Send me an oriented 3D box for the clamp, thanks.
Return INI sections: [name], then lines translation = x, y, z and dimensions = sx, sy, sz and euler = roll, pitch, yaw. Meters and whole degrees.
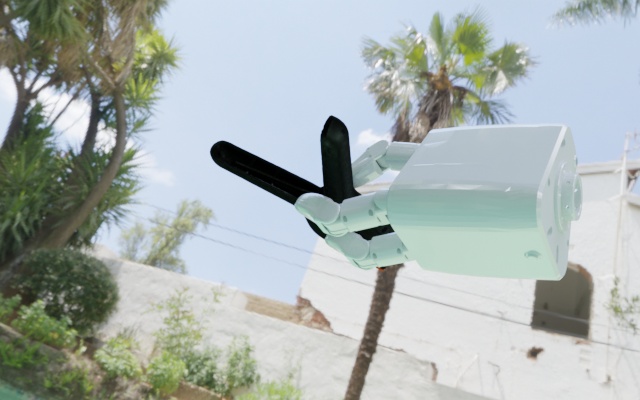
[clamp]
translation = 0.001, 0.001, 0.460
dimensions = 0.164, 0.036, 0.210
euler = 4, -33, 40
